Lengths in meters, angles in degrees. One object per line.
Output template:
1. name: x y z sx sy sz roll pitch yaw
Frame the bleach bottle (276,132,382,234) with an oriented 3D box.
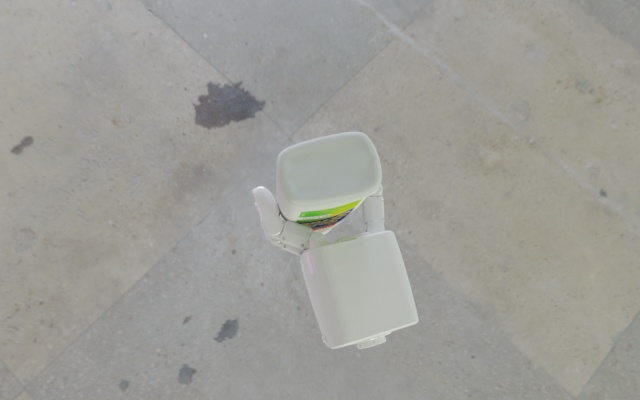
1. bleach bottle: 0.000 0.002 0.568 0.102 0.068 0.251 -12 -14 -6
